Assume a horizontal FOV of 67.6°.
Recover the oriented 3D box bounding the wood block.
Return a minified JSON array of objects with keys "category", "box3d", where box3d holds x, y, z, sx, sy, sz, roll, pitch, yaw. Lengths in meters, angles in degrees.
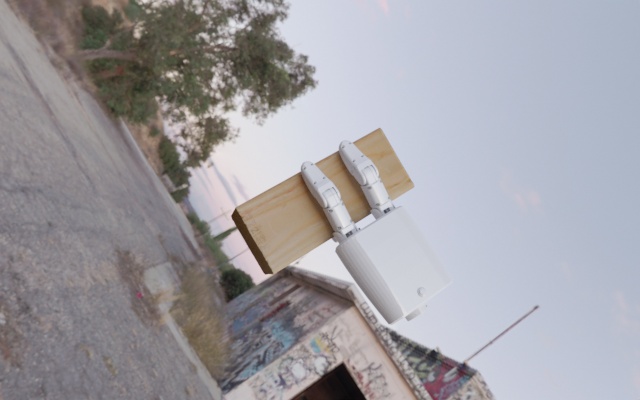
[{"category":"wood block","box3d":[0.000,0.002,0.606,0.206,0.090,0.091,-30,-1,-17]}]
